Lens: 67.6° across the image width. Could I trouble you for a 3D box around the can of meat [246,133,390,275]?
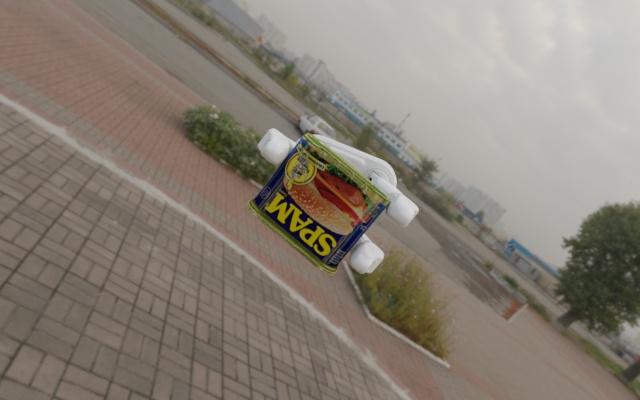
[{"bbox_3d":[0.000,0.001,0.431,0.102,0.084,0.057,40,10,3],"label":"can of meat"}]
